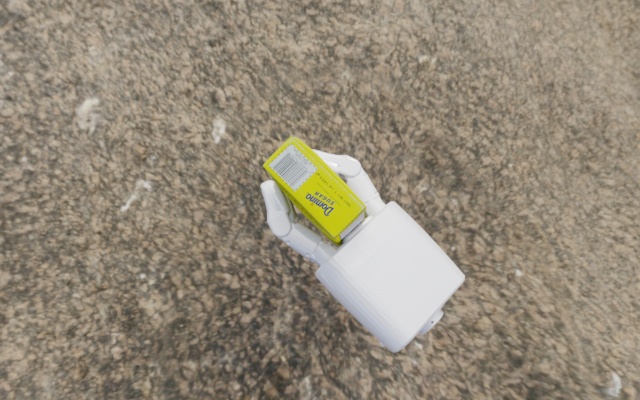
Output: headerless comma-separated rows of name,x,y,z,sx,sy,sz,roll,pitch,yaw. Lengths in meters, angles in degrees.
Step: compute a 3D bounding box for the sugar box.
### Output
sugar box,0.000,0.002,0.493,0.048,0.093,0.176,-43,-10,-6
